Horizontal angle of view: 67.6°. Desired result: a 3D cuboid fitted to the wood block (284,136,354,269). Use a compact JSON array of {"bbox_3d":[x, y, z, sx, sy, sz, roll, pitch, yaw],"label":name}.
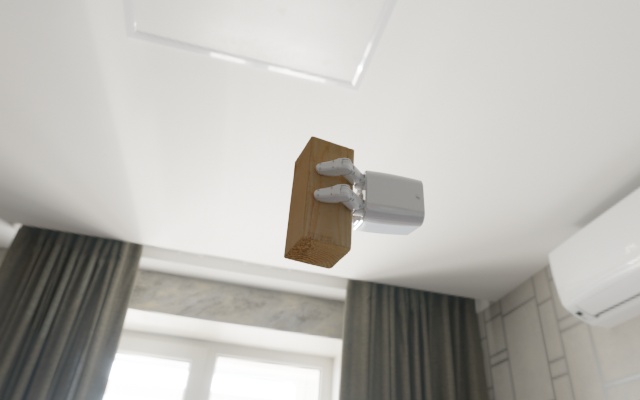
[{"bbox_3d":[0.000,0.003,0.845,0.090,0.206,0.091,16,-35,-17],"label":"wood block"}]
